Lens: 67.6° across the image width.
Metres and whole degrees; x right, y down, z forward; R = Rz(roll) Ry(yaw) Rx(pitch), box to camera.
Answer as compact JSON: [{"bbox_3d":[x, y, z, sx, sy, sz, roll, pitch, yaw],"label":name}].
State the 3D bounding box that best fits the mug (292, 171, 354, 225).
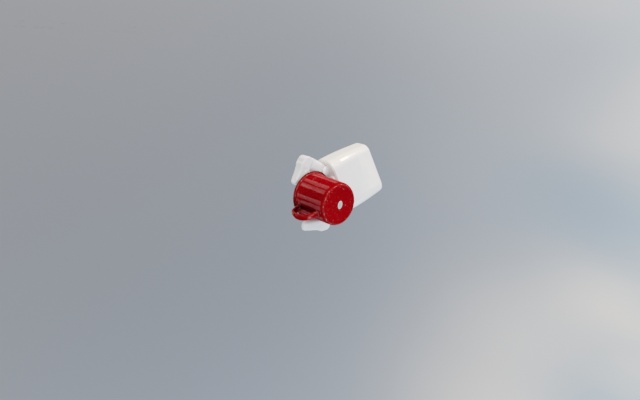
[{"bbox_3d":[-0.001,0.004,0.890,0.117,0.093,0.081,-30,32,-30],"label":"mug"}]
